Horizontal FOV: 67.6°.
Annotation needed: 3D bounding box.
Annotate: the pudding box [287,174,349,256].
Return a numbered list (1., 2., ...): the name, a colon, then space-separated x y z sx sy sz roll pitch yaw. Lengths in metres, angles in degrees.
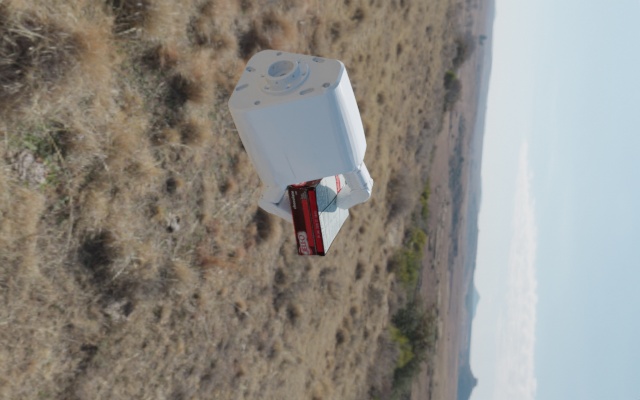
1. pudding box: 0.000 0.002 0.578 0.039 0.090 0.113 2 25 20
